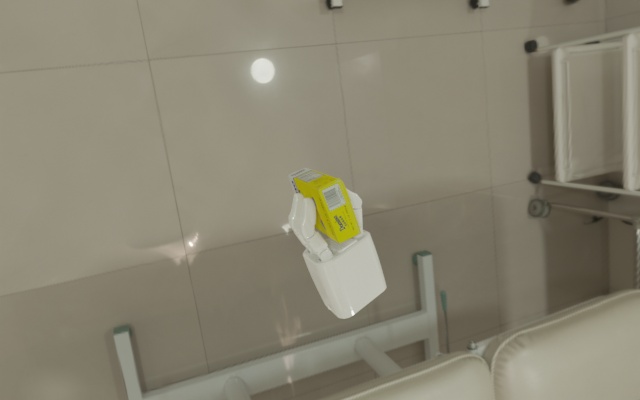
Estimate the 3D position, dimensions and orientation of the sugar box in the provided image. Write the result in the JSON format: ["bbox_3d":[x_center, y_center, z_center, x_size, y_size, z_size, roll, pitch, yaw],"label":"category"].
[{"bbox_3d":[0.000,0.003,0.778,0.048,0.093,0.176,-25,16,-16],"label":"sugar box"}]
